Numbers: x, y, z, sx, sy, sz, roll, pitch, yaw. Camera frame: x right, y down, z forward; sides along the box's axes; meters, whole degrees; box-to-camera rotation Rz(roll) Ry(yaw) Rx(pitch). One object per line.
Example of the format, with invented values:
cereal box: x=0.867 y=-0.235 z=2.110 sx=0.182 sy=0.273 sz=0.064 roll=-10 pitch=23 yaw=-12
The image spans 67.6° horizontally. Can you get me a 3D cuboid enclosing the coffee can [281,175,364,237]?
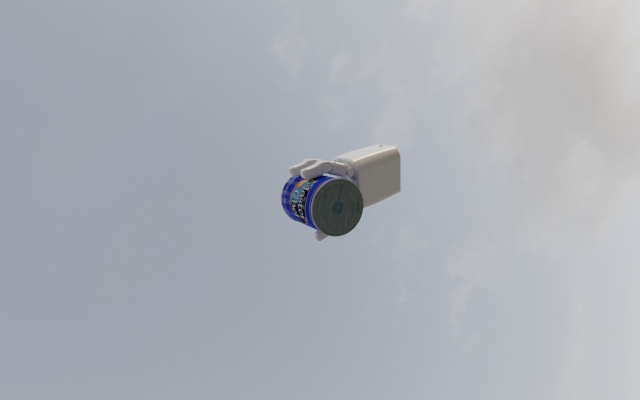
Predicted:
coffee can: x=0.000 y=0.003 z=0.888 sx=0.103 sy=0.103 sz=0.140 roll=0 pitch=8 yaw=-27
